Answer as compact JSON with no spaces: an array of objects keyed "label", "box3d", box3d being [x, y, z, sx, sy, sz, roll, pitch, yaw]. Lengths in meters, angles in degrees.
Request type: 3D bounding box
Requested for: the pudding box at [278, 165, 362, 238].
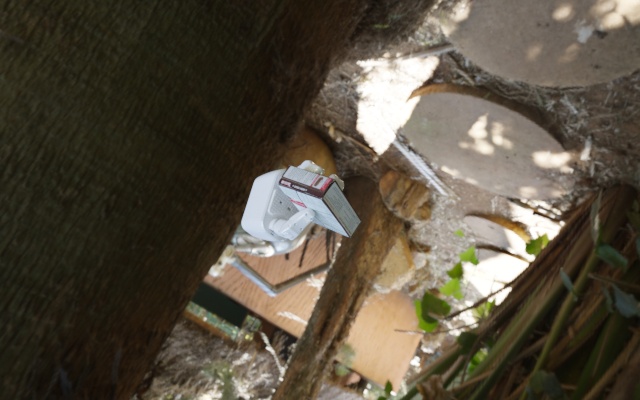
[{"label":"pudding box","box3d":[0.000,0.002,0.708,0.090,0.039,0.114,19,-21,37]}]
